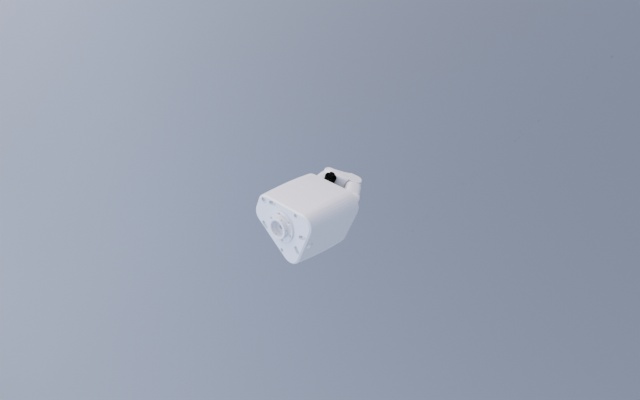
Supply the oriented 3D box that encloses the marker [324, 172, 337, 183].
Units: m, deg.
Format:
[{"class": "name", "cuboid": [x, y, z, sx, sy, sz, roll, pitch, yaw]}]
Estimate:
[{"class": "marker", "cuboid": [0.000, 0.003, 0.776, 0.020, 0.121, 0.020, 14, 38, -11]}]
